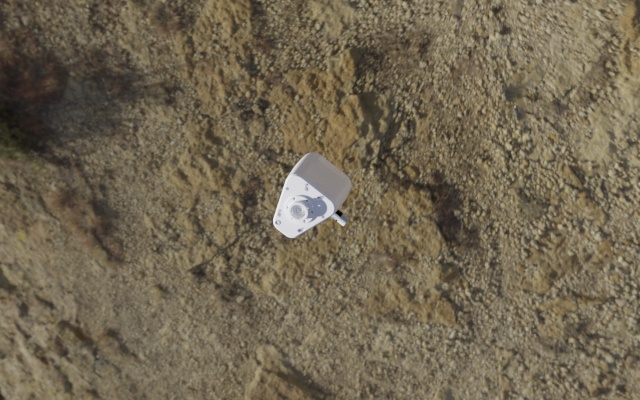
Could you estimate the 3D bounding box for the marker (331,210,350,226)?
[{"bbox_3d":[0.000,0.003,0.872,0.121,0.020,0.020,38,-2,-2],"label":"marker"}]
